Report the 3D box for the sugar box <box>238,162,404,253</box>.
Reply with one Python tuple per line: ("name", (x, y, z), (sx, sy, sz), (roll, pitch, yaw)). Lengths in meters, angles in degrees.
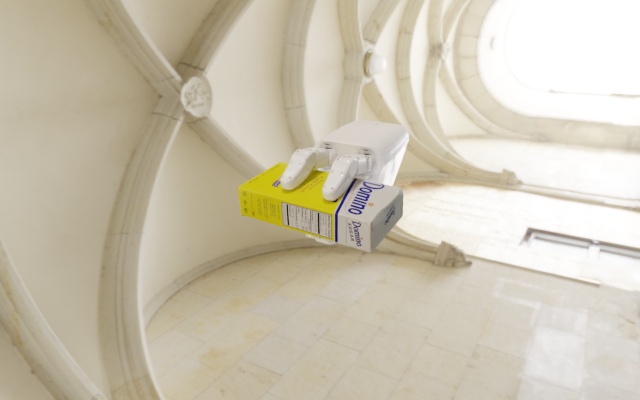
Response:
("sugar box", (0.000, 0.001, 0.565), (0.176, 0.048, 0.093), (11, 30, 28))
